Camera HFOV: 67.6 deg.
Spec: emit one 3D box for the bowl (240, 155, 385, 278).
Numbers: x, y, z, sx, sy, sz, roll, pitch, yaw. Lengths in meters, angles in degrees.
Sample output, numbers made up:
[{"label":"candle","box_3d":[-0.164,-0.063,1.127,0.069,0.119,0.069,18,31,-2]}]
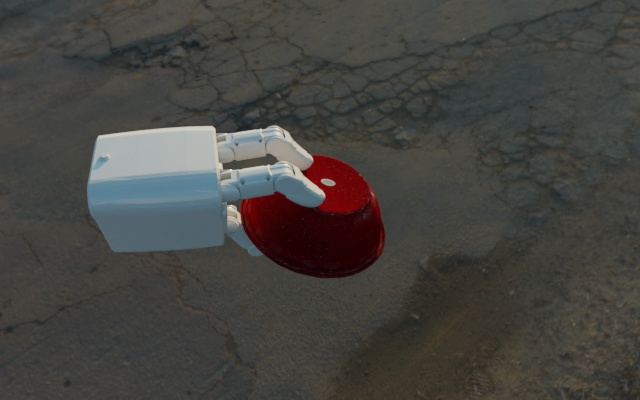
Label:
[{"label":"bowl","box_3d":[0.001,0.001,0.502,0.162,0.055,0.162,11,41,-10]}]
